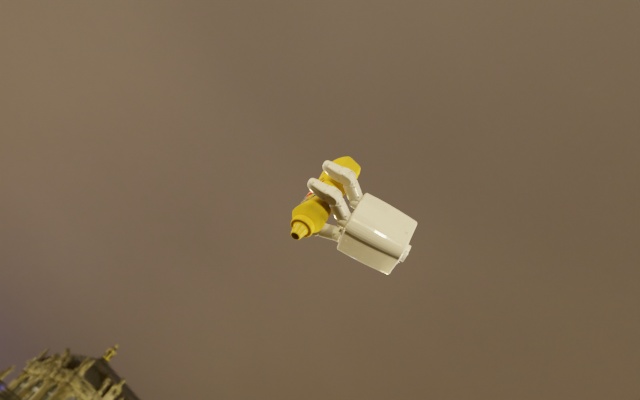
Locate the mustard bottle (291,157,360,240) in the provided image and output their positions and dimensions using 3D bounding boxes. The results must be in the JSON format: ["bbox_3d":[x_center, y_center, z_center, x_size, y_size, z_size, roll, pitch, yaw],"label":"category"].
[{"bbox_3d":[0.000,0.002,0.850,0.096,0.058,0.191,-35,14,46],"label":"mustard bottle"}]
